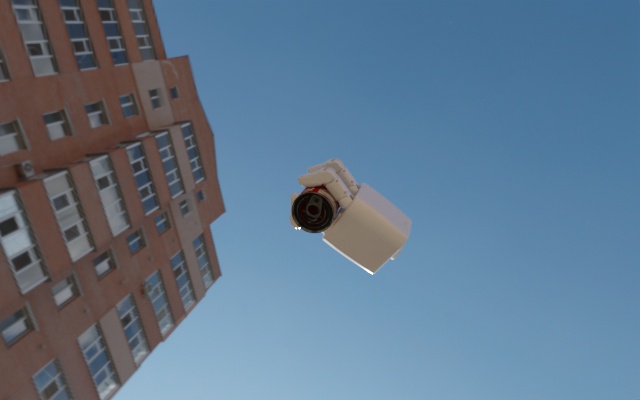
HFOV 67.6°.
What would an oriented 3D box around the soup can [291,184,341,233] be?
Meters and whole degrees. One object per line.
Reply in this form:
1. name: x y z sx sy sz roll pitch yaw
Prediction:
1. soup can: 0.000 0.002 0.778 0.068 0.068 0.102 0 20 15
